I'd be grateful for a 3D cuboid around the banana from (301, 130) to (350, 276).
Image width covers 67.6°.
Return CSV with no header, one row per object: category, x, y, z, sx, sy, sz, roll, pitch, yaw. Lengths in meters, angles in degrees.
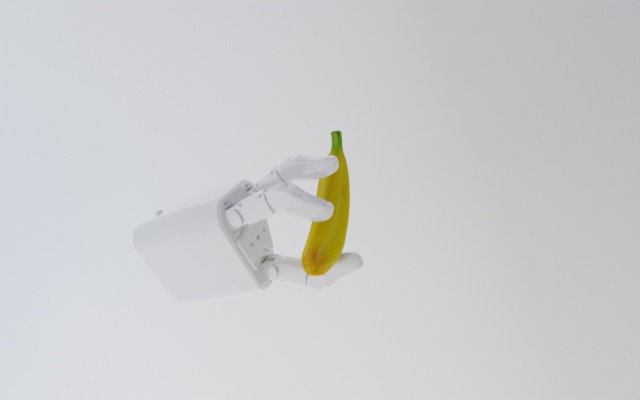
banana,0.006,0.012,0.492,0.037,0.070,0.197,-9,42,16
